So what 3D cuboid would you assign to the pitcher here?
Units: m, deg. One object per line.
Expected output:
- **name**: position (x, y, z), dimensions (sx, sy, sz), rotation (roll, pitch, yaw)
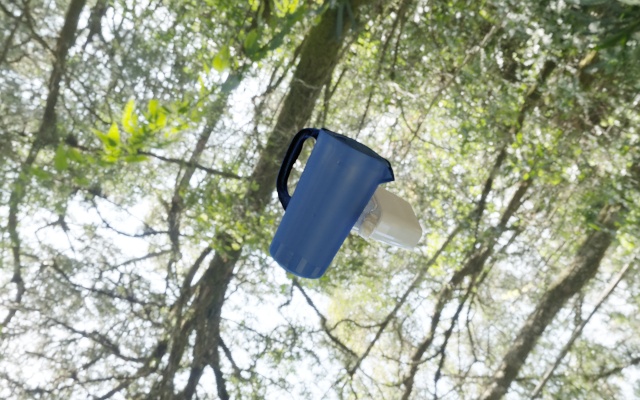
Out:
- **pitcher**: position (0.000, 0.003, 0.819), dimensions (0.145, 0.243, 0.149), rotation (21, 14, -29)
